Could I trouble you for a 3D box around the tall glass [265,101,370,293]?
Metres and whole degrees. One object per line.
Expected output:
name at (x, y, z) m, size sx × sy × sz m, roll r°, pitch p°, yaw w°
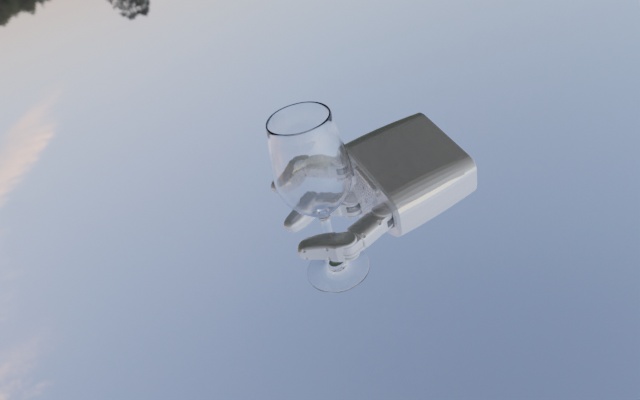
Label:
tall glass at (0.000, 0.002, 0.493) m, size 0.079 × 0.201 × 0.079 m, roll -10°, pitch 38°, yaw 8°
